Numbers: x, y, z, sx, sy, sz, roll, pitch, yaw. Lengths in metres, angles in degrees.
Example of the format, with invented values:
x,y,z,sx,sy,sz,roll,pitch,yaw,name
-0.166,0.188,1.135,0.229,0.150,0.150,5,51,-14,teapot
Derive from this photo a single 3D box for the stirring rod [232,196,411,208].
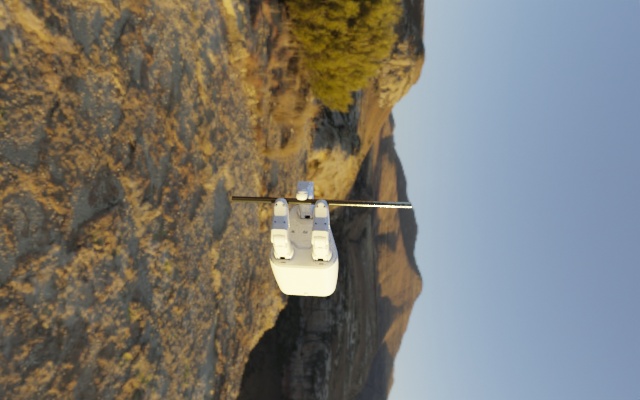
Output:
x,y,z,sx,sy,sz,roll,pitch,yaw,name
0.000,0.002,0.641,0.239,0.011,0.011,2,0,4,stirring rod
